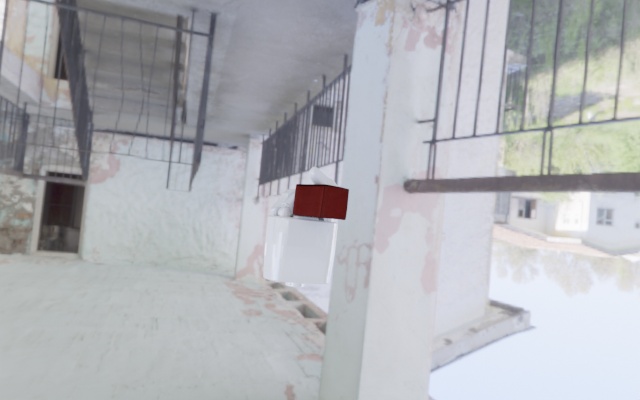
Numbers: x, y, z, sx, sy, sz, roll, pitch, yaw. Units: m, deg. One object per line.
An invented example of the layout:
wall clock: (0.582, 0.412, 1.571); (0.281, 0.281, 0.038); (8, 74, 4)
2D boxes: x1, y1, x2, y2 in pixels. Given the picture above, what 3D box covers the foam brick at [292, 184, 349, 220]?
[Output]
foam brick: (0.000, 0.002, 0.762); (0.053, 0.051, 0.078); (9, -4, -37)
